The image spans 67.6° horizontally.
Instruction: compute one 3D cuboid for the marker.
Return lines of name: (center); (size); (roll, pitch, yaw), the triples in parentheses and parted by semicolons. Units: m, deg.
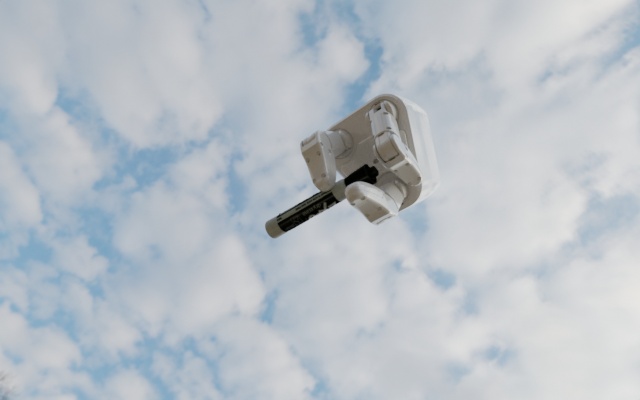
marker: (0.000, 0.001, 0.430); (0.121, 0.020, 0.020); (-30, -14, 26)
